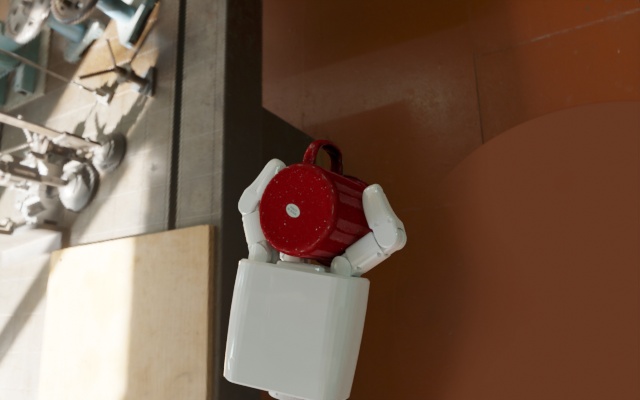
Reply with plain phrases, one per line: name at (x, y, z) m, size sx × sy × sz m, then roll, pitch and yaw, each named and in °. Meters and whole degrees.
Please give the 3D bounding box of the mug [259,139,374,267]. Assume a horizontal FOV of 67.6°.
mug at (0.000, 0.000, 0.437) m, size 0.093 × 0.117 × 0.081 m, roll 4°, pitch -8°, yaw 31°
